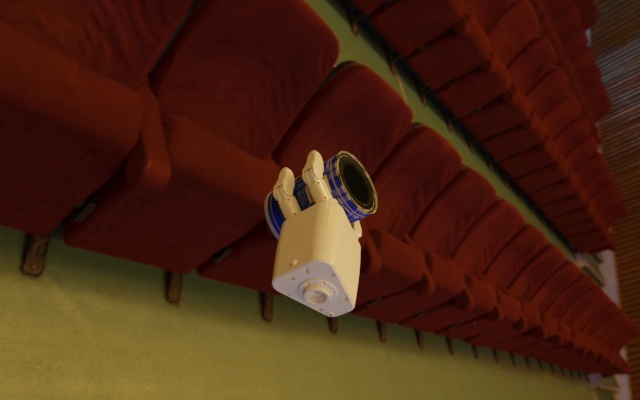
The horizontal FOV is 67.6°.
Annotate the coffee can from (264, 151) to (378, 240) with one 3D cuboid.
[{"bbox_3d":[0.000,0.002,0.725,0.140,0.102,0.103,-28,-14,28],"label":"coffee can"}]
